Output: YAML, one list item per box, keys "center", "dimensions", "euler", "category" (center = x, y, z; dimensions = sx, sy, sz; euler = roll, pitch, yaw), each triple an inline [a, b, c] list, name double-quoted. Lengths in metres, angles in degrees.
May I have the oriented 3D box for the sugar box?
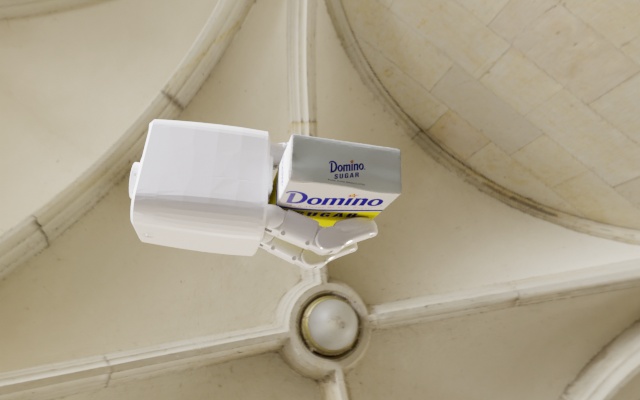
- center: [0.000, 0.002, 0.446]
  dimensions: [0.093, 0.048, 0.176]
  euler: [7, -19, -12]
  category: "sugar box"
